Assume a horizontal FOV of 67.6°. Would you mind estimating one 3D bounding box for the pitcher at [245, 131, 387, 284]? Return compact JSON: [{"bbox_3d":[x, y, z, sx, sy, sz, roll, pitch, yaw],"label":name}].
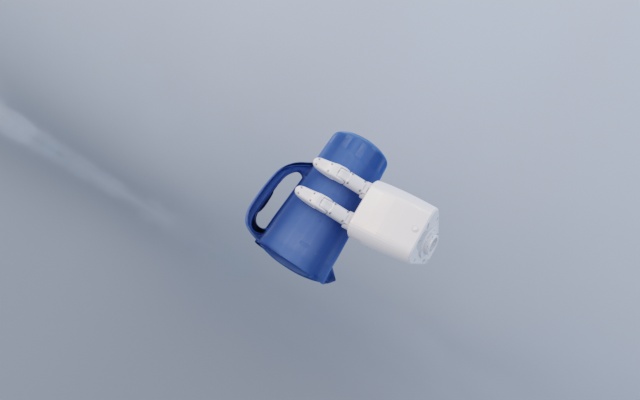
[{"bbox_3d":[0.000,0.003,0.794,0.145,0.243,0.149,26,-13,30],"label":"pitcher"}]
